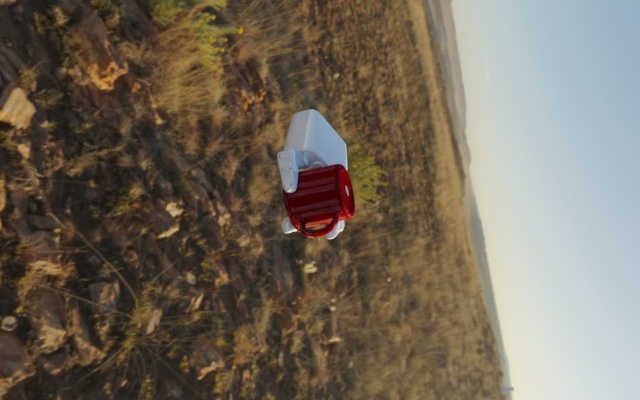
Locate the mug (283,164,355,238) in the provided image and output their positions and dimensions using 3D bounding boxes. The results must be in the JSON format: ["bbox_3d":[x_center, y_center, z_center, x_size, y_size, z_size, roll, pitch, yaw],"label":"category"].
[{"bbox_3d":[0.000,0.003,0.682,0.081,0.117,0.093,-11,-45,17],"label":"mug"}]
